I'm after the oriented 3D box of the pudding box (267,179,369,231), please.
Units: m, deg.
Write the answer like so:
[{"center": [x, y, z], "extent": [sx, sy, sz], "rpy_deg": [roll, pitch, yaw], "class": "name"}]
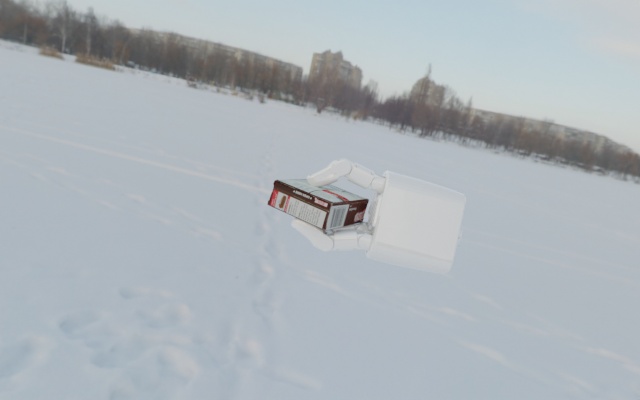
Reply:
[{"center": [0.000, 0.002, 0.626], "extent": [0.090, 0.039, 0.113], "rpy_deg": [22, 11, 26], "class": "pudding box"}]
